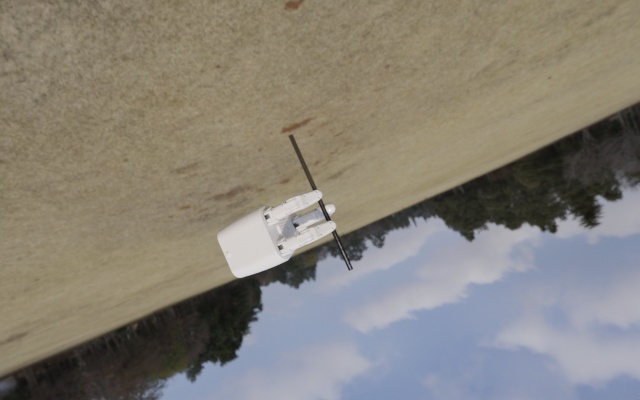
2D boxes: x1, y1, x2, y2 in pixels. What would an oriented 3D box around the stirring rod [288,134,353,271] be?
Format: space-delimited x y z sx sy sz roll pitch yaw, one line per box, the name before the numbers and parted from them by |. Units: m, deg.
stirring rod | 0.000 0.002 0.778 0.011 0.239 0.011 -24 -3 -1
